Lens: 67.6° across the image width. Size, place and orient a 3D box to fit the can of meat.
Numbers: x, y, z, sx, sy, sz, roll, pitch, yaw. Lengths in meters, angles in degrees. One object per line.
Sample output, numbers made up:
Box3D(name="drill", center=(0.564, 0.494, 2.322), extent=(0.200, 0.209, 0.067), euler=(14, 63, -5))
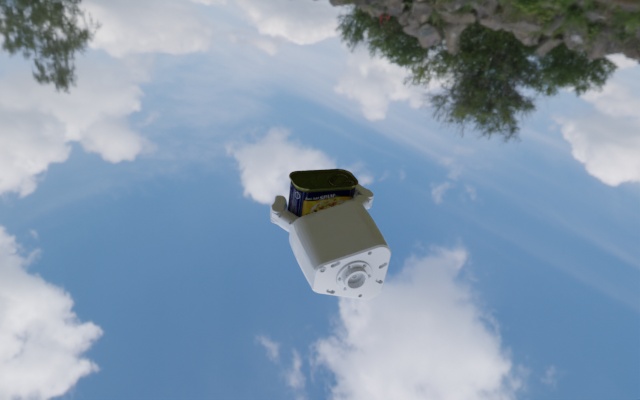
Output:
Box3D(name="can of meat", center=(0.000, 0.003, 0.729), extent=(0.102, 0.084, 0.057), euler=(-5, 32, -21))
